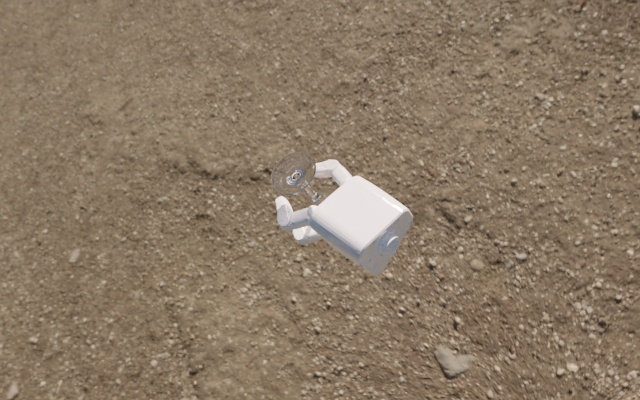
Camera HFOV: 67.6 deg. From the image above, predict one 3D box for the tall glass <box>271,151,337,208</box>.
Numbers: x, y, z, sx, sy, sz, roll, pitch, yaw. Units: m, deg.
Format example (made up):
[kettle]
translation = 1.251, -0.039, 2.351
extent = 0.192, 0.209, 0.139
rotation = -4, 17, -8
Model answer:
[tall glass]
translation = 0.000, 0.002, 0.783
extent = 0.079, 0.079, 0.201
rotation = 0, -26, 27
